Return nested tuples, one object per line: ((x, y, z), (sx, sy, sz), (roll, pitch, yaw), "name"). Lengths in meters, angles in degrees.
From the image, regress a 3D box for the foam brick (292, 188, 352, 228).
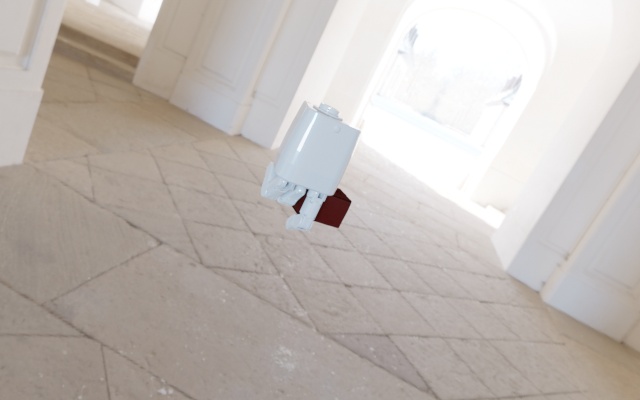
((0.000, 0.003, 0.758), (0.078, 0.051, 0.053), (19, 16, -28), "foam brick")
